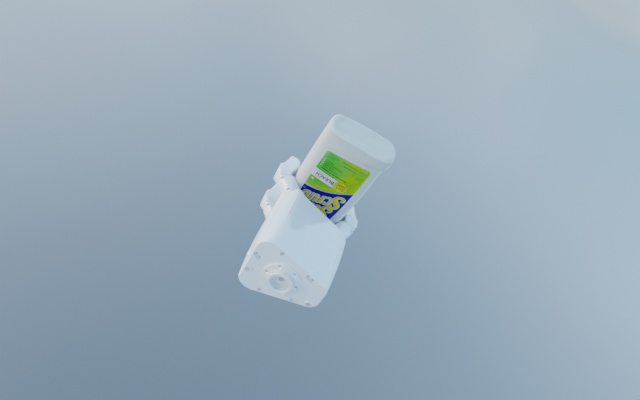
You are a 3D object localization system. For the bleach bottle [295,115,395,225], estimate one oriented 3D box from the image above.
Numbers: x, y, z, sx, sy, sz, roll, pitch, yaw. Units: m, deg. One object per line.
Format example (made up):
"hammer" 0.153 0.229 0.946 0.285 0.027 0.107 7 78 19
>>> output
"bleach bottle" 0.000 0.002 0.695 0.102 0.251 0.068 29 35 -5
